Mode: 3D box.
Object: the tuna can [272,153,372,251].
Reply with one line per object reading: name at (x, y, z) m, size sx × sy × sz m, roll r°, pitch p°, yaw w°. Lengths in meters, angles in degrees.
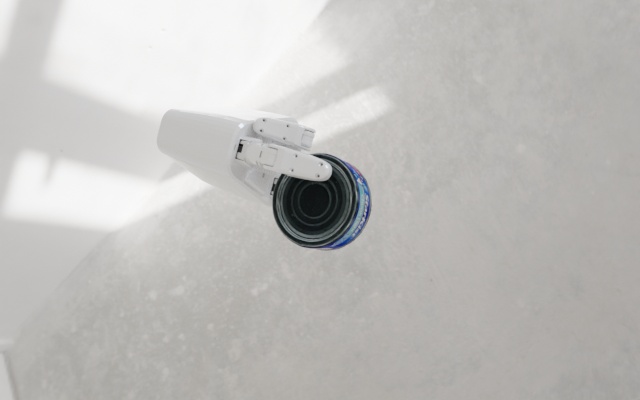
tuna can at (0.000, 0.001, 0.428) m, size 0.086 × 0.086 × 0.034 m, roll 0°, pitch -8°, yaw 25°
